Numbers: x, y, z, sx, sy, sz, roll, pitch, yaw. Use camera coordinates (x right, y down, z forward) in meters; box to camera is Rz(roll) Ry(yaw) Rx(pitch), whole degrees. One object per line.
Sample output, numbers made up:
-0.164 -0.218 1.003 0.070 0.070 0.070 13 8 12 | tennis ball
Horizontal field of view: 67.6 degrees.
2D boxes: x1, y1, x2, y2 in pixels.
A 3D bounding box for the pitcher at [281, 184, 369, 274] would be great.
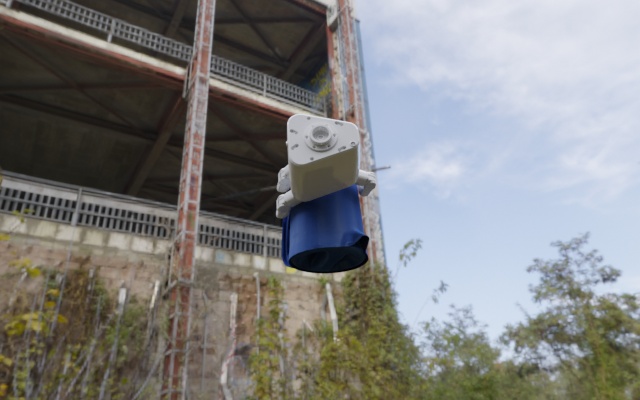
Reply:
0.000 0.003 0.848 0.149 0.242 0.145 -2 -27 -1 | pitcher
